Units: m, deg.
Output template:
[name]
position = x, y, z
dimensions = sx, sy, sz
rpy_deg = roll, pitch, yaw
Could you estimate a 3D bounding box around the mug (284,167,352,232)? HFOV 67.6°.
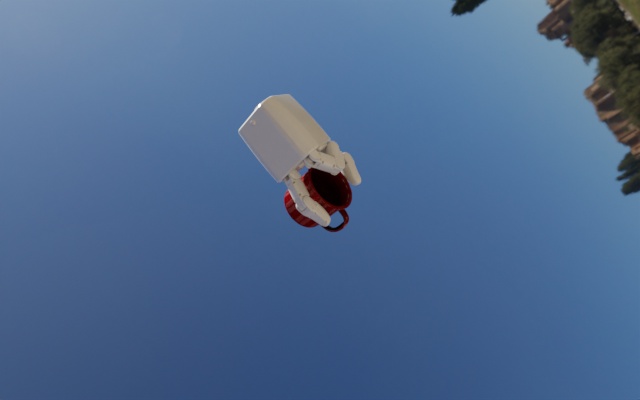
[mug]
position = 0.001, 0.004, 0.805
dimensions = 0.081, 0.117, 0.093
rpy_deg = -39, 1, 38
